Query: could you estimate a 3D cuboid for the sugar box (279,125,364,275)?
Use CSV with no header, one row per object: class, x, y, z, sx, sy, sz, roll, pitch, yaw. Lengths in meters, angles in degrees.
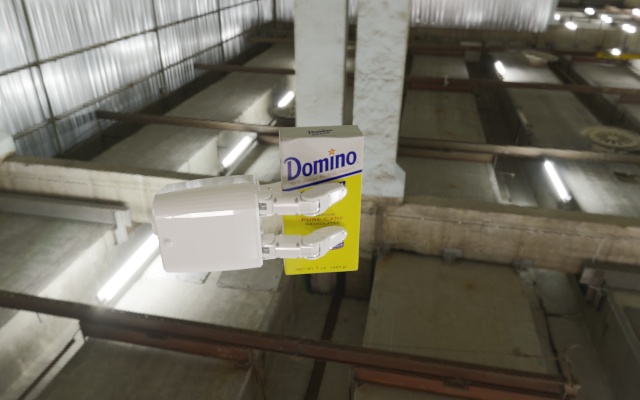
sugar box,0.000,0.002,0.563,0.093,0.176,0.048,-4,29,-6
